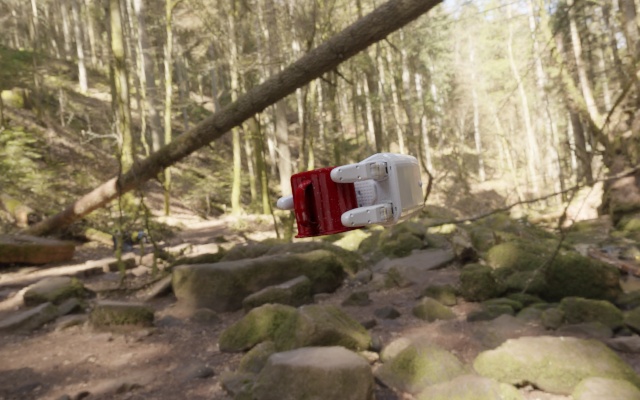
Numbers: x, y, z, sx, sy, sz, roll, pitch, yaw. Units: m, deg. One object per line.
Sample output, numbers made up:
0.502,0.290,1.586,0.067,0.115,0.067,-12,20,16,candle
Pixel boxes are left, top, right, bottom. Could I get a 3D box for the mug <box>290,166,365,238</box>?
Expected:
-0.001,0.002,0.606,0.093,0.081,0.117,-9,0,30,mug
